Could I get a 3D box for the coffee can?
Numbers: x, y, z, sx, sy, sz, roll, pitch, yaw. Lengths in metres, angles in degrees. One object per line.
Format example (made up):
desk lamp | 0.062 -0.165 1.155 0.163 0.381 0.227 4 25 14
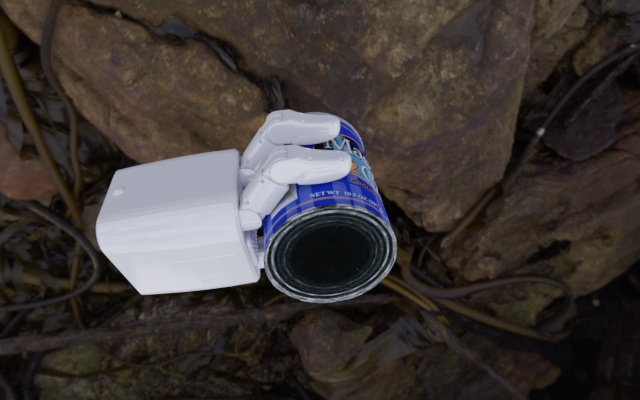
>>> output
coffee can | 0.000 0.001 0.415 0.103 0.103 0.140 0 38 -9
